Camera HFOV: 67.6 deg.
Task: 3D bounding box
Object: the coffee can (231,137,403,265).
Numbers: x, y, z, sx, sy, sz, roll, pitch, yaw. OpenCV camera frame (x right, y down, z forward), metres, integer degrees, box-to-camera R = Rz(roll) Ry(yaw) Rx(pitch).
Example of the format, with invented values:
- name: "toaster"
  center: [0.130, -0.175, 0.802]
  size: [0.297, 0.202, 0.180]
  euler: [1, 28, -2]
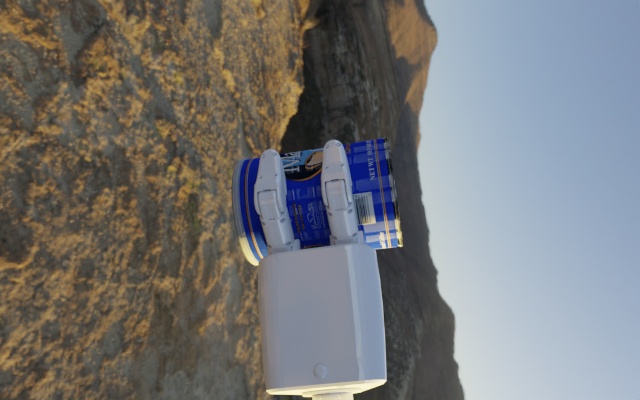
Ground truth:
- name: "coffee can"
  center: [0.000, 0.001, 0.450]
  size: [0.140, 0.103, 0.103]
  euler: [-8, -1, 8]
